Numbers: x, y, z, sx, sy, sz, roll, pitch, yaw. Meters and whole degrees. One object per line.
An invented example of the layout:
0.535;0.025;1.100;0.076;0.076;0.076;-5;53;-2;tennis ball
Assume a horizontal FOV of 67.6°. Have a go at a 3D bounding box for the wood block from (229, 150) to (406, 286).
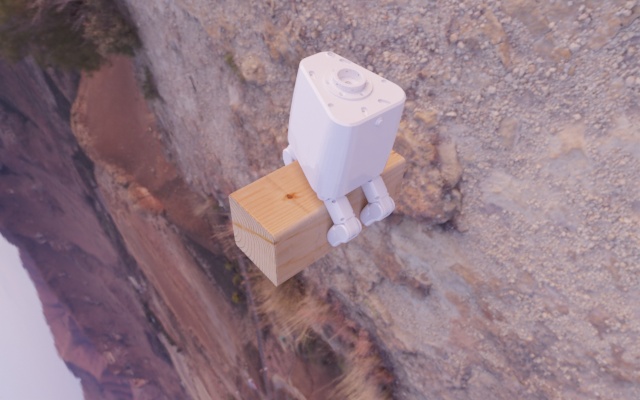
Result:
0.000;0.002;0.600;0.206;0.090;0.090;-30;51;-29;wood block
